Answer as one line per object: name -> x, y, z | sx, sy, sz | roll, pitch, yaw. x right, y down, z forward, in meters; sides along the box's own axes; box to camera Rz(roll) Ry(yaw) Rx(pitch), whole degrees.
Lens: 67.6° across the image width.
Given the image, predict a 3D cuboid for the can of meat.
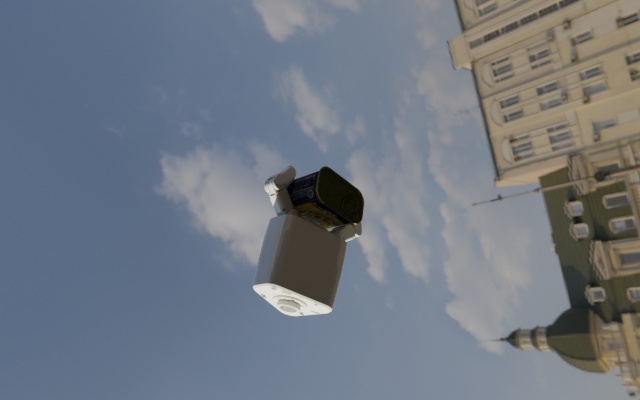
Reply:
can of meat -> 0.000, 0.002, 0.703 | 0.084, 0.057, 0.102 | -17, -37, 39
